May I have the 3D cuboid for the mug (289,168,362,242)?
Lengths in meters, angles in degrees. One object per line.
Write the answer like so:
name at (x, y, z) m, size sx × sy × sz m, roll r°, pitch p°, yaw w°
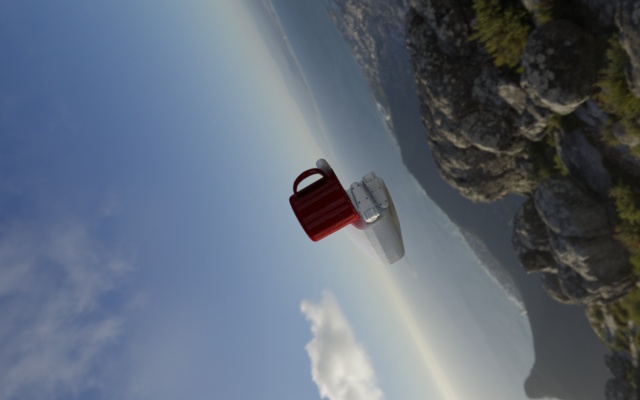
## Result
mug at (-0.001, 0.002, 0.719) m, size 0.081 × 0.117 × 0.093 m, roll -30°, pitch 38°, yaw 3°
